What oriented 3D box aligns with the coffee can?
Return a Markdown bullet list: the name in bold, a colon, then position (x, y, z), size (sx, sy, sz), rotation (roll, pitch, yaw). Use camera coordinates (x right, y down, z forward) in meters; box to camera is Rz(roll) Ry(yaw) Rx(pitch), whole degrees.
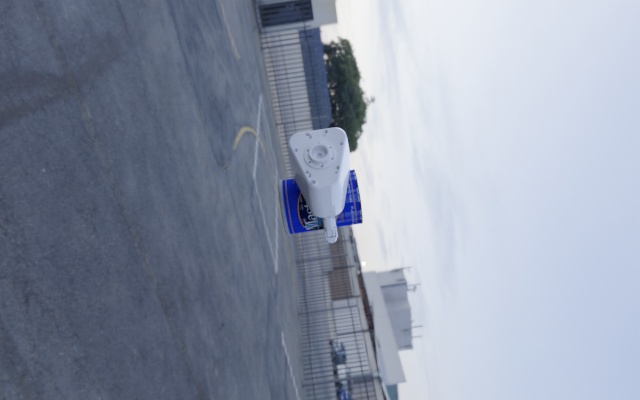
- **coffee can**: position (0.000, 0.003, 0.876), size (0.140, 0.103, 0.103), rotation (-8, 0, 0)
